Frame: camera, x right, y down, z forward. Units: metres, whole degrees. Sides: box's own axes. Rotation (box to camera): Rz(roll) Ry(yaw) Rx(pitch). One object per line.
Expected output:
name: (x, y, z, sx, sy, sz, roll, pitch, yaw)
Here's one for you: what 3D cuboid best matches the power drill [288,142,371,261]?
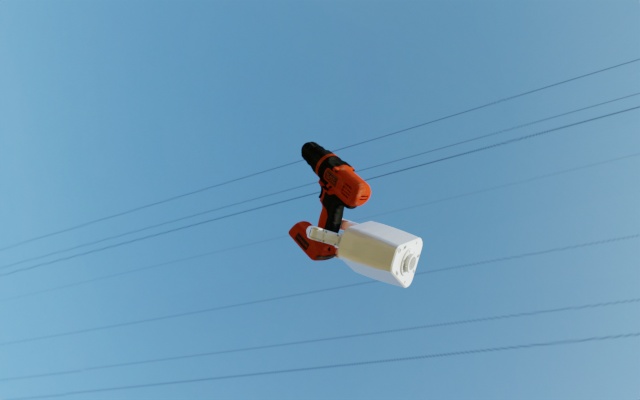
power drill: (0.000, 0.003, 0.893, 0.057, 0.188, 0.184, -4, 35, -38)
